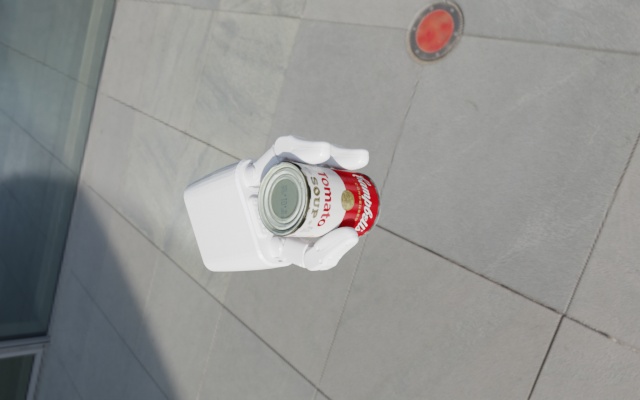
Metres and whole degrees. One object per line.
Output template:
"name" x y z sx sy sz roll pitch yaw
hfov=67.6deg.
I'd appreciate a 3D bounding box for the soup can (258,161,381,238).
"soup can" 0.000 0.001 0.451 0.068 0.068 0.102 0 -4 43
